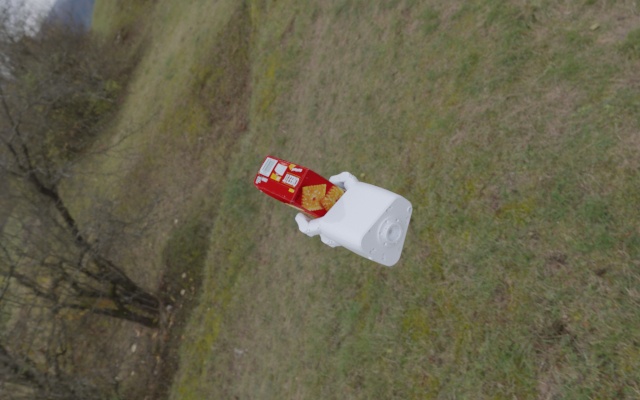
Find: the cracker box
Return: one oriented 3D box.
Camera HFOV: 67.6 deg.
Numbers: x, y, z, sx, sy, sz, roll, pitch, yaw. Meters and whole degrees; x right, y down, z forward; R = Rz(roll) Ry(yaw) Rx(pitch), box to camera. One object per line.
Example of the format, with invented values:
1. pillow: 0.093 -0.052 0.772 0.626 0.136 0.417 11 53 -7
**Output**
1. cracker box: 0.000 0.003 0.897 0.214 0.072 0.164 31 -5 -34
